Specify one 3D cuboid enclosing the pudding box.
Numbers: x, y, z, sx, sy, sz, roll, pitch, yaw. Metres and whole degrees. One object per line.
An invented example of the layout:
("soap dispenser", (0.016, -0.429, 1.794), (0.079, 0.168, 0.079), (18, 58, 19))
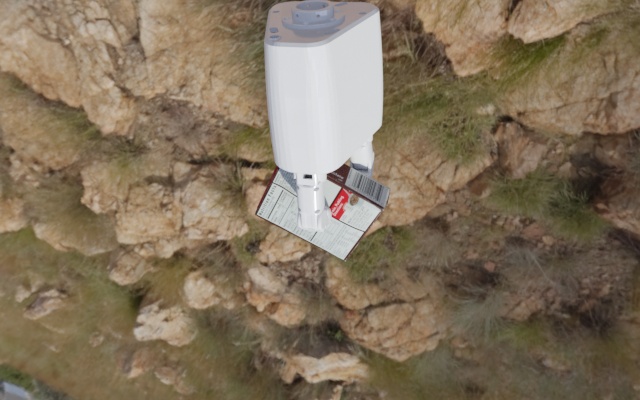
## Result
("pudding box", (0.000, 0.002, 0.488), (0.113, 0.090, 0.039), (29, 40, -3))
